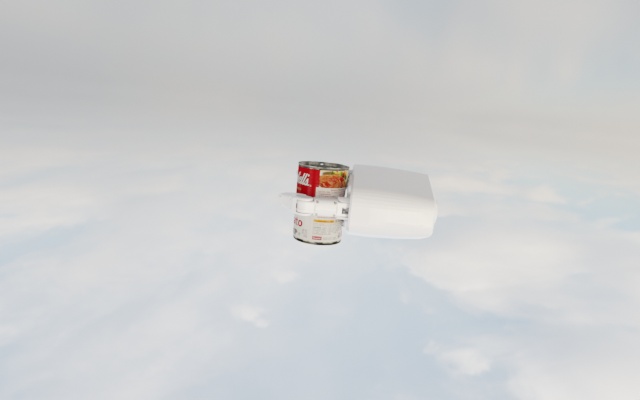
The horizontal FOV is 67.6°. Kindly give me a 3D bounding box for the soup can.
[{"bbox_3d":[0.000,0.002,0.637,0.068,0.102,0.068,5,11,-1],"label":"soup can"}]
